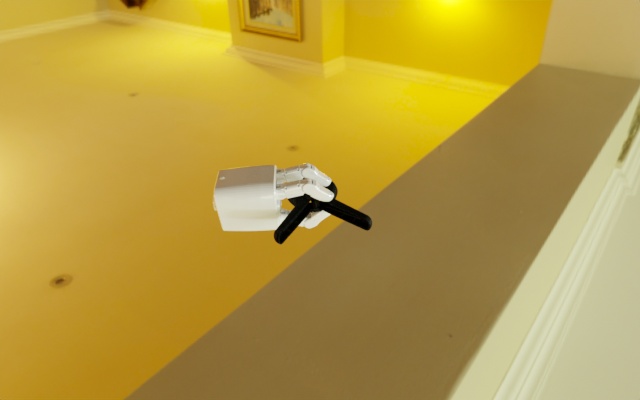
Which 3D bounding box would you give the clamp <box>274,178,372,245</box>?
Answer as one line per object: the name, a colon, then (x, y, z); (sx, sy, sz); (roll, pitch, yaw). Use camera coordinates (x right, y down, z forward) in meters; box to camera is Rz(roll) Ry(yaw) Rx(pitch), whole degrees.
clamp: (0.000, 0.003, 0.861); (0.164, 0.036, 0.209); (-4, 33, -1)
